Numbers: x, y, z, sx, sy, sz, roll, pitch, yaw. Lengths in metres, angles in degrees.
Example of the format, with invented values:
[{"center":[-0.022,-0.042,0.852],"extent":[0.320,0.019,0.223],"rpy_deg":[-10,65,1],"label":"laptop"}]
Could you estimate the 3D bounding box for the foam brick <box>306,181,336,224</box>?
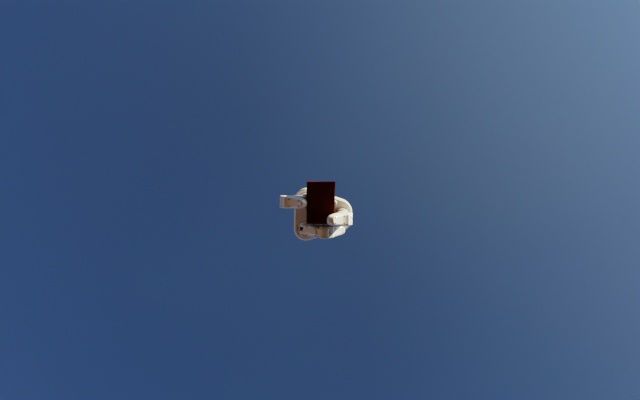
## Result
[{"center":[0.000,0.003,0.867],"extent":[0.053,0.078,0.051],"rpy_deg":[2,4,-1],"label":"foam brick"}]
